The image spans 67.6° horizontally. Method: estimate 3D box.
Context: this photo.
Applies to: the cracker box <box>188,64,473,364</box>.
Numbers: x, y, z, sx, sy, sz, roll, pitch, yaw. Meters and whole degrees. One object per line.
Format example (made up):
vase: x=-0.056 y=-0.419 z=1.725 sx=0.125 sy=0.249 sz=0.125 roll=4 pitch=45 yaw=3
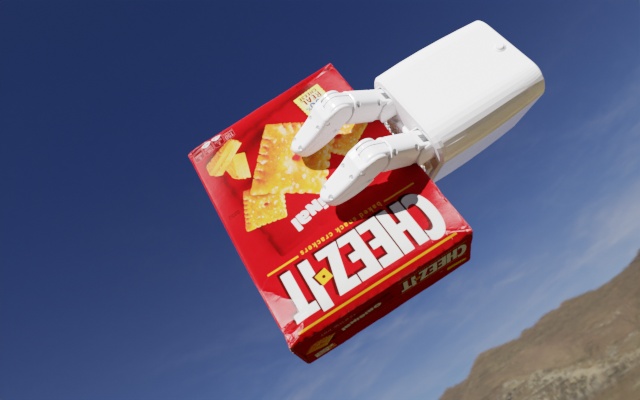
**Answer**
cracker box: x=0.000 y=0.001 z=0.420 sx=0.164 sy=0.213 sz=0.072 roll=-32 pitch=-30 yaw=-3
